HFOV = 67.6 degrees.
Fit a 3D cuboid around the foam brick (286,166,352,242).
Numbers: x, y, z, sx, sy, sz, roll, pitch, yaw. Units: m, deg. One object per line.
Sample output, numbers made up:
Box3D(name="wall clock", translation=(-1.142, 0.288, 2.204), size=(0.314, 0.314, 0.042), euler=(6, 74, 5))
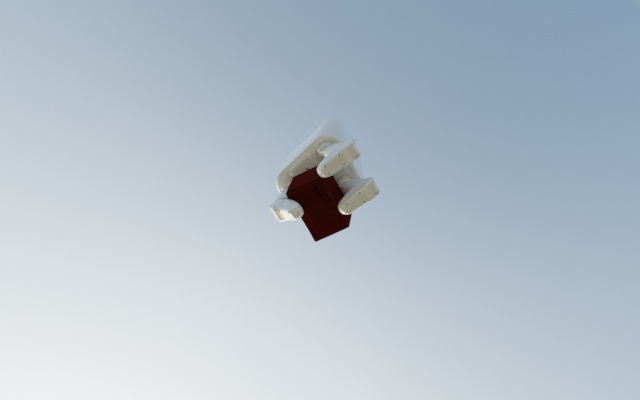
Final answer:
Box3D(name="foam brick", translation=(0.000, 0.002, 0.617), size=(0.053, 0.078, 0.051), euler=(-23, 20, 18))
